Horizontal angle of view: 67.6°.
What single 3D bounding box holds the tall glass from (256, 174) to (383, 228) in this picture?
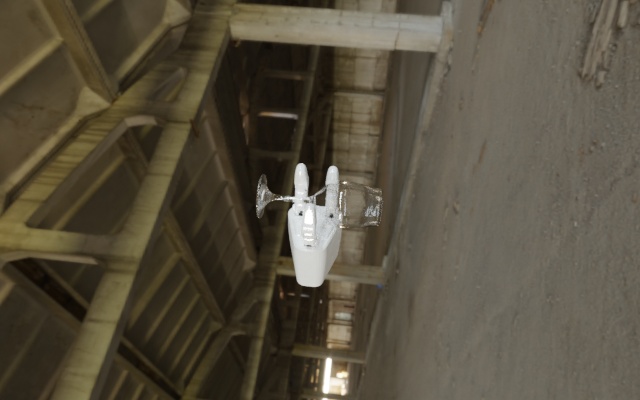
[{"bbox_3d":[-0.001,0.002,0.788,0.201,0.079,0.079,5,0,4],"label":"tall glass"}]
